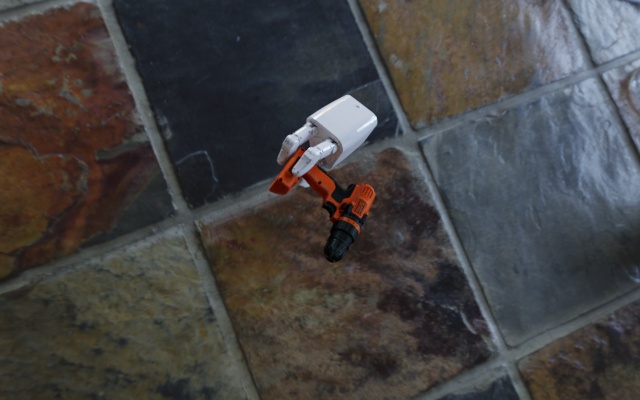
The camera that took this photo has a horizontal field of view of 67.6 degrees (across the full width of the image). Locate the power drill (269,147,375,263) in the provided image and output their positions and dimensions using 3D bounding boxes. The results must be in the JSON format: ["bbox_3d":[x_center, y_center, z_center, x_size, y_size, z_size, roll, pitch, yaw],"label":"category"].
[{"bbox_3d":[0.000,0.002,0.897,0.187,0.184,0.057,37,-37,-8],"label":"power drill"}]
